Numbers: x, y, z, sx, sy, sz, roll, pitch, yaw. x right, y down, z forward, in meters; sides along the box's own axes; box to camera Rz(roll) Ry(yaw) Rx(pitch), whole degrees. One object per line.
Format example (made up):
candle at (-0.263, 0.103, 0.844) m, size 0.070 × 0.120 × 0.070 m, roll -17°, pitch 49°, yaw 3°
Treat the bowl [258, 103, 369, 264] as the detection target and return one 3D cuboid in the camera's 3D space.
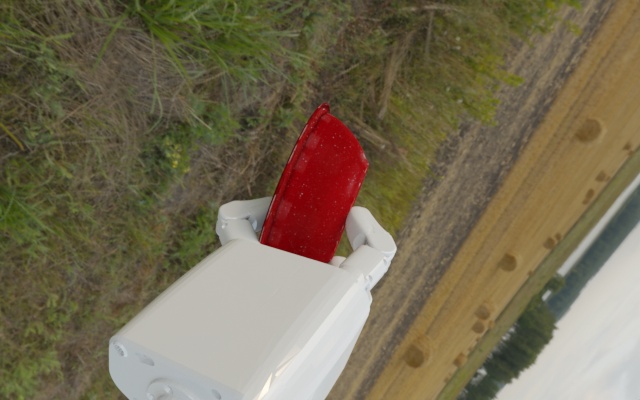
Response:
bowl at (0.001, 0.001, 0.414) m, size 0.055 × 0.162 × 0.162 m, roll 21°, pitch 2°, yaw 4°
